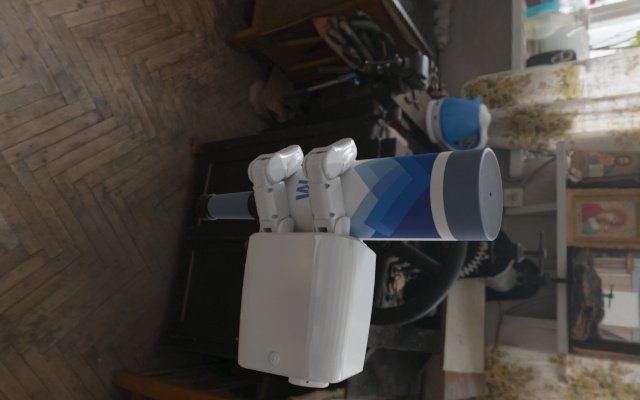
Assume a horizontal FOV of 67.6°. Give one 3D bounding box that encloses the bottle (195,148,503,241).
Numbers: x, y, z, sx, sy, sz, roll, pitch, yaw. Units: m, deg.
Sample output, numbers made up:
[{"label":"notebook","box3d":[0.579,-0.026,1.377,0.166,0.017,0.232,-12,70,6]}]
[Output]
[{"label":"bottle","box3d":[0.000,0.001,0.422,0.296,0.069,0.069,-3,-2,34]}]
